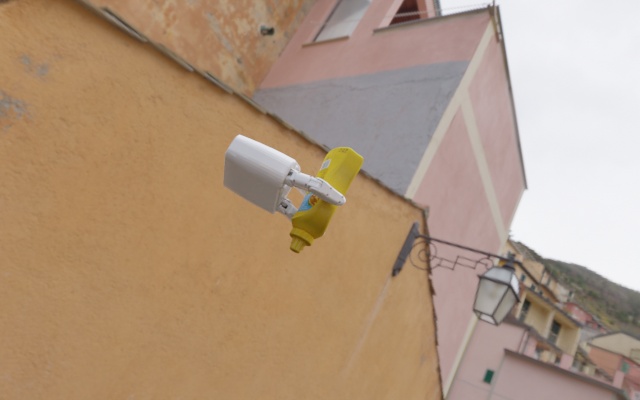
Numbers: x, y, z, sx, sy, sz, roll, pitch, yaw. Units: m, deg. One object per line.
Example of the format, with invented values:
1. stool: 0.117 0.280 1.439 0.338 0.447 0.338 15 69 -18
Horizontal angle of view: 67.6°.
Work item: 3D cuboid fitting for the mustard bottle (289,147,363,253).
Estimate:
1. mustard bottle: 0.001 0.003 0.808 0.058 0.191 0.096 36 -20 -18
